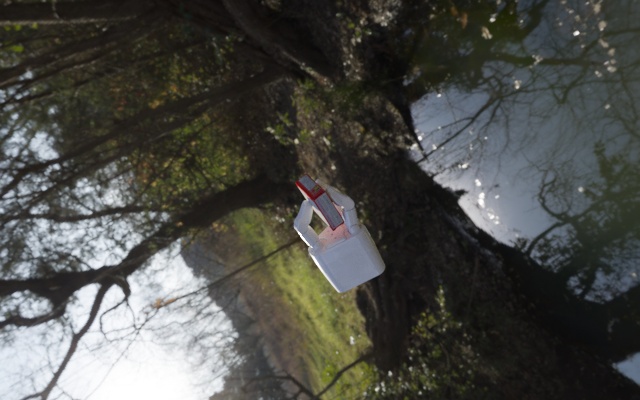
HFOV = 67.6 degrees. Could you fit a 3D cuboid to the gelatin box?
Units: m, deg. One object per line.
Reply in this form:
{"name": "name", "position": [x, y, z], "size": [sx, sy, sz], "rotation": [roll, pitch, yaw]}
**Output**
{"name": "gelatin box", "position": [0.000, 0.003, 0.855], "size": [0.030, 0.089, 0.073], "rotation": [-38, 39, -5]}
